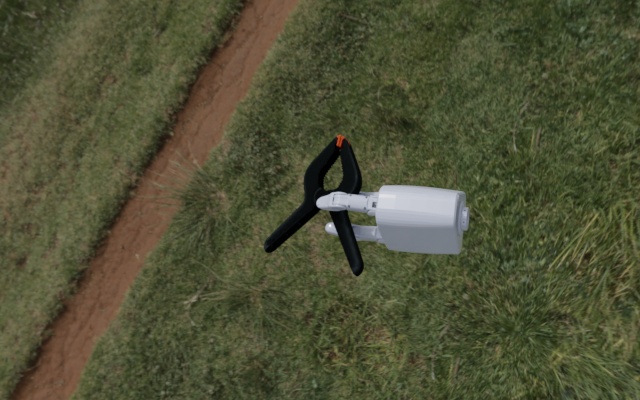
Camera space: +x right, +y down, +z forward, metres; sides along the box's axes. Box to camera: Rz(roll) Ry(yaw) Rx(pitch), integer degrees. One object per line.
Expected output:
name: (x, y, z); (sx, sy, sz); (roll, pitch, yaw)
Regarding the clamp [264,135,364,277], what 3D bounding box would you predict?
clamp: (0.000, 0.002, 0.732); (0.164, 0.210, 0.036); (4, -13, 23)
